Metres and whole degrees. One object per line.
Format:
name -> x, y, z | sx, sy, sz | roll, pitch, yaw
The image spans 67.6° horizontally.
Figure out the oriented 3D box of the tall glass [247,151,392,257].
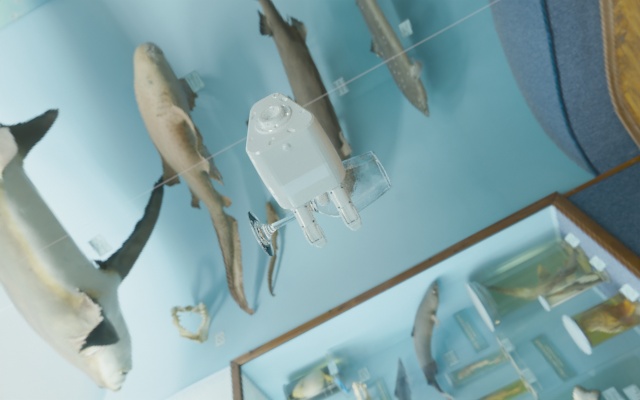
tall glass -> 0.000, 0.003, 0.687 | 0.201, 0.079, 0.079 | -28, -2, 3
